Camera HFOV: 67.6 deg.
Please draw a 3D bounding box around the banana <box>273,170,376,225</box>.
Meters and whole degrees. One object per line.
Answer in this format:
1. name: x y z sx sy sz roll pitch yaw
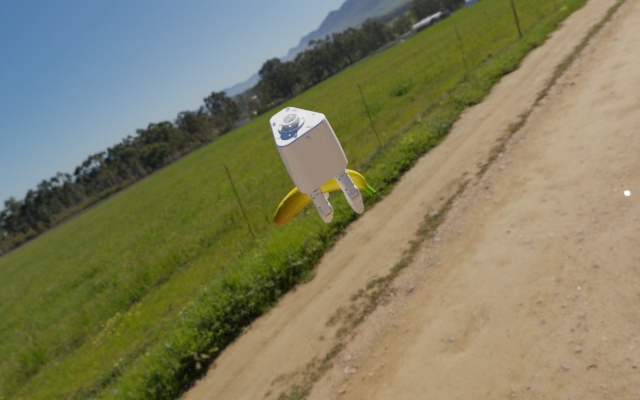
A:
1. banana: -0.001 -0.014 0.887 0.198 0.069 0.037 -18 -25 5
